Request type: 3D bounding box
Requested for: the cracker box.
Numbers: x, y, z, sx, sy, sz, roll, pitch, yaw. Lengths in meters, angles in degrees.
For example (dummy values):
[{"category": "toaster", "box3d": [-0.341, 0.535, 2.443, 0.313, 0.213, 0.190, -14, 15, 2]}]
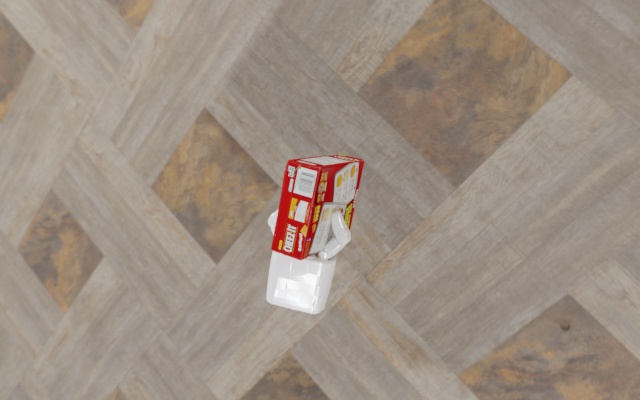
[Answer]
[{"category": "cracker box", "box3d": [0.000, 0.003, 0.882, 0.072, 0.164, 0.213, 17, 14, 22]}]
